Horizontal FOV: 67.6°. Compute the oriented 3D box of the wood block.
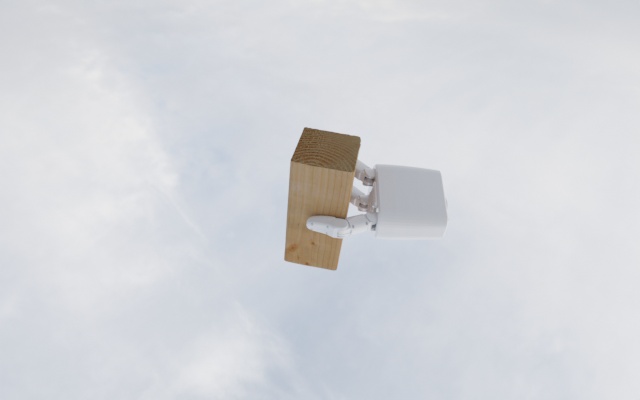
[{"bbox_3d":[0.000,0.003,0.740,0.090,0.206,0.090,11,41,4],"label":"wood block"}]
